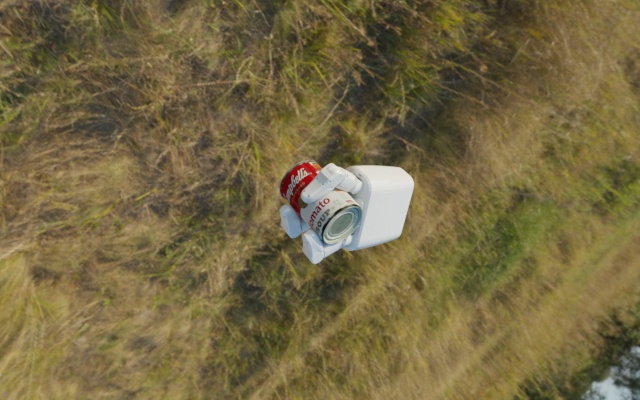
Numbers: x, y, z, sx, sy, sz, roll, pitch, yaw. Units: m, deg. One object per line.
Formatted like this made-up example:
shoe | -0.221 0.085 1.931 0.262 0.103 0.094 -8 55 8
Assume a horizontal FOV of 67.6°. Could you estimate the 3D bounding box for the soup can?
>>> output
soup can | 0.000 0.002 0.642 0.068 0.068 0.102 0 38 -47
